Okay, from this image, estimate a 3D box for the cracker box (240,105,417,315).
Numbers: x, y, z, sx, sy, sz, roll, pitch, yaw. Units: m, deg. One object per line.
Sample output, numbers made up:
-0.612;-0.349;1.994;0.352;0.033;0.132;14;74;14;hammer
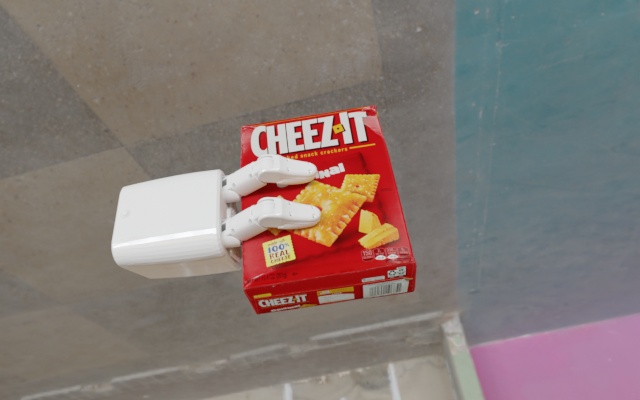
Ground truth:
0.000;0.002;0.516;0.164;0.213;0.072;-8;-35;1;cracker box
